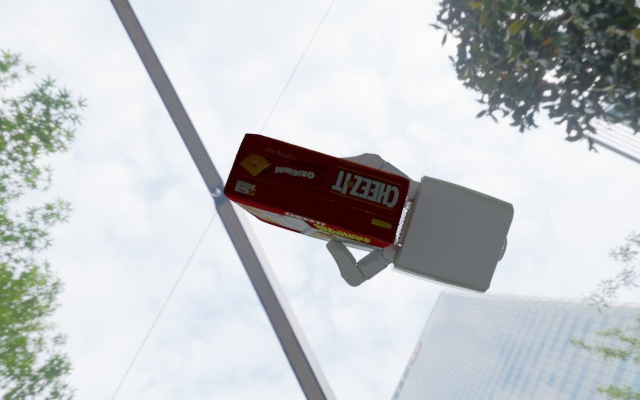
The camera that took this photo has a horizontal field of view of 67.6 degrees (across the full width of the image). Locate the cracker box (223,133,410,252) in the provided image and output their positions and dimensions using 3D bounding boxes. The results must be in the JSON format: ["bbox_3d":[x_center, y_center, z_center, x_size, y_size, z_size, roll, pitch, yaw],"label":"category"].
[{"bbox_3d":[0.000,0.002,0.537,0.164,0.072,0.214,16,-8,4],"label":"cracker box"}]
